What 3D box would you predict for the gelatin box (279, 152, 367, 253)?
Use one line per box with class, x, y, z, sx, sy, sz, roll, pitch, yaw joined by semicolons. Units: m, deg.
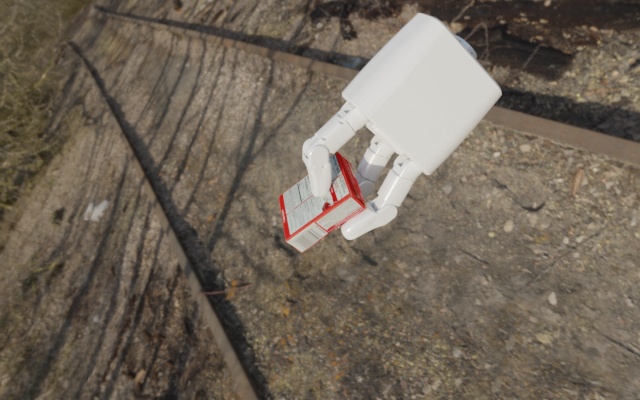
gelatin box;0.000;0.002;0.505;0.089;0.073;0.030;-36;-52;17
